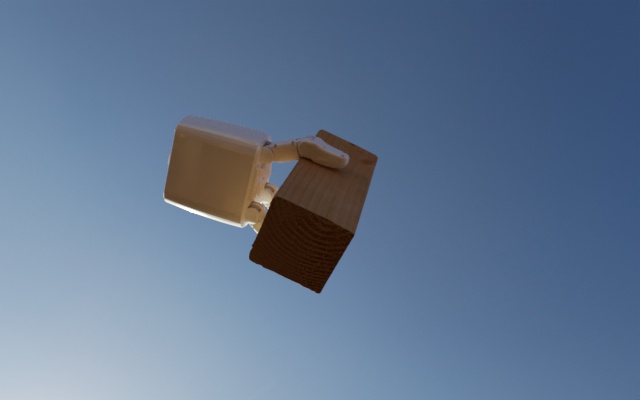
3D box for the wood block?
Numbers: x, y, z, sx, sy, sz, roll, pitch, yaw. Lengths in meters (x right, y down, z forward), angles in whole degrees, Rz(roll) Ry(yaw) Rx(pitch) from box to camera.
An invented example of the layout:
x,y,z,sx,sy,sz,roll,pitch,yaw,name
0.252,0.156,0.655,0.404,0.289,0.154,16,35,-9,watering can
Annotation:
x,y,z,sx,sy,sz,roll,pitch,yaw,name
0.000,0.001,0.576,0.090,0.091,0.206,26,30,0,wood block
